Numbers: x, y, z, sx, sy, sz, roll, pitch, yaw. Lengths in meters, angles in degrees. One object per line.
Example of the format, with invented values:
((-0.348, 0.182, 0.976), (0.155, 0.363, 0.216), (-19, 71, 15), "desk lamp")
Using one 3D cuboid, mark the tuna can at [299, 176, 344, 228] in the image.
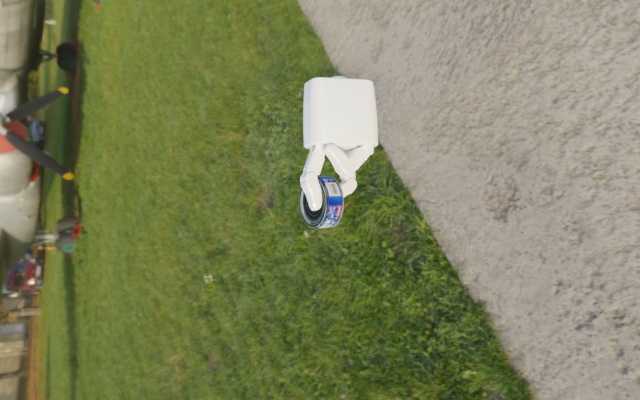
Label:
((0.000, 0.003, 0.775), (0.034, 0.086, 0.086), (-2, 1, -33), "tuna can")
